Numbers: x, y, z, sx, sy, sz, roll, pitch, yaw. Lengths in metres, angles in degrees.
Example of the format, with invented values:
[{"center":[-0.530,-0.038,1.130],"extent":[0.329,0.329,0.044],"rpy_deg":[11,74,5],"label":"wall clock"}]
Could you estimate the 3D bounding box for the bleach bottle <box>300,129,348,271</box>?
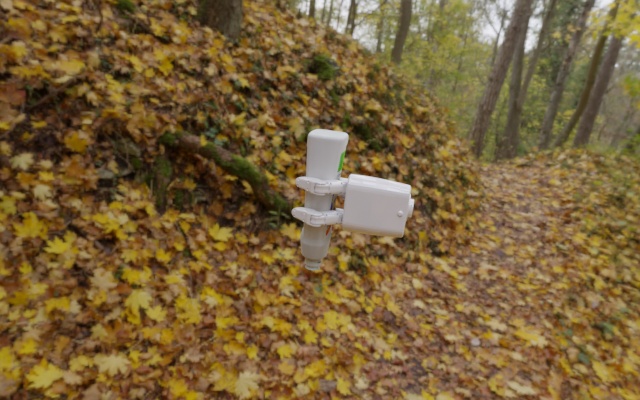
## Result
[{"center":[0.000,0.003,0.865],"extent":[0.068,0.251,0.102],"rpy_deg":[9,16,7],"label":"bleach bottle"}]
